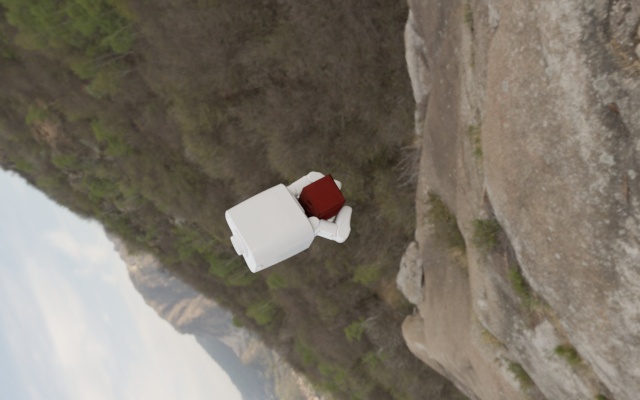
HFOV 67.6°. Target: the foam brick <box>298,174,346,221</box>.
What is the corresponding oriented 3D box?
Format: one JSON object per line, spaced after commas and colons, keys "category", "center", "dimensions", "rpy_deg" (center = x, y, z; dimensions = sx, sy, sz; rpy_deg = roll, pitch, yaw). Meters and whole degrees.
{"category": "foam brick", "center": [0.000, 0.002, 0.780], "dimensions": [0.051, 0.053, 0.078], "rpy_deg": [-27, -14, -18]}
